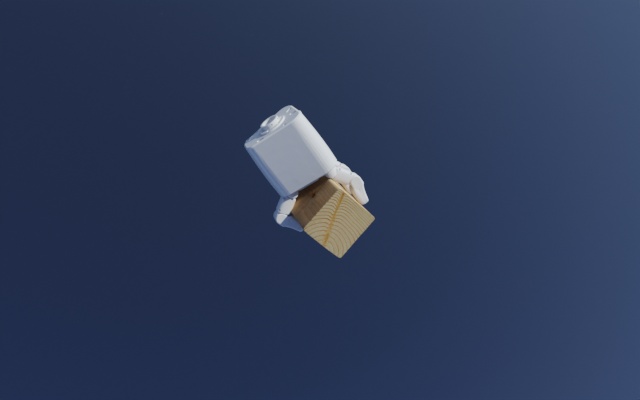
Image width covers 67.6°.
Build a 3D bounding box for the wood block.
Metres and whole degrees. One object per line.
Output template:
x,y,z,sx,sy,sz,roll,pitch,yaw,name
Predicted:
0.000,0.003,0.853,0.090,0.091,0.206,39,5,-27,wood block
